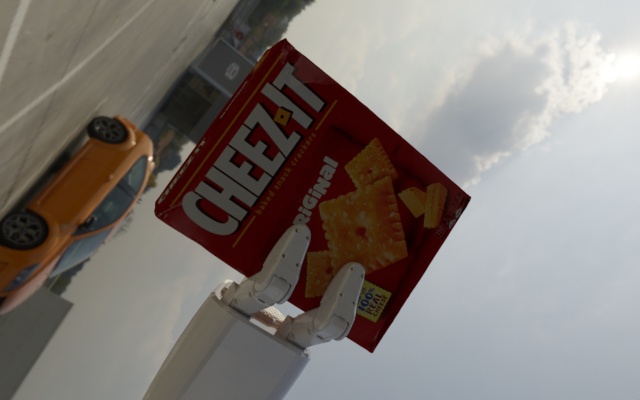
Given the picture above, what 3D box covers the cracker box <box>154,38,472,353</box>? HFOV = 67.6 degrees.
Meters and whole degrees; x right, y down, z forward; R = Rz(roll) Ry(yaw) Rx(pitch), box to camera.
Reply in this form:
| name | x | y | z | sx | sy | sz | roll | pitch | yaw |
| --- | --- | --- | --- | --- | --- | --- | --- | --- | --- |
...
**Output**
| name | x | y | z | sx | sy | sz | roll | pitch | yaw |
| --- | --- | --- | --- | --- | --- | --- | --- | --- | --- |
| cracker box | 0.000 | 0.001 | 0.400 | 0.214 | 0.164 | 0.072 | 36 | -5 | -19 |
